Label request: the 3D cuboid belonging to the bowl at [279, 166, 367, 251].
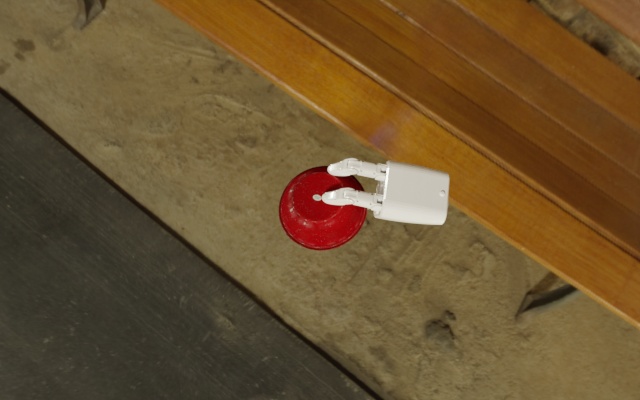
[{"bbox_3d":[-0.001,0.003,0.833,0.162,0.162,0.055,0,-21,9],"label":"bowl"}]
